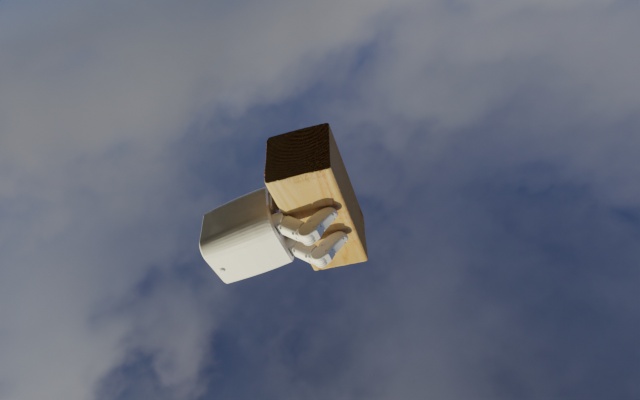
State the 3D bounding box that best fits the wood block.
[{"bbox_3d":[0.000,0.002,0.688,0.090,0.090,0.206,-13,-43,11],"label":"wood block"}]
